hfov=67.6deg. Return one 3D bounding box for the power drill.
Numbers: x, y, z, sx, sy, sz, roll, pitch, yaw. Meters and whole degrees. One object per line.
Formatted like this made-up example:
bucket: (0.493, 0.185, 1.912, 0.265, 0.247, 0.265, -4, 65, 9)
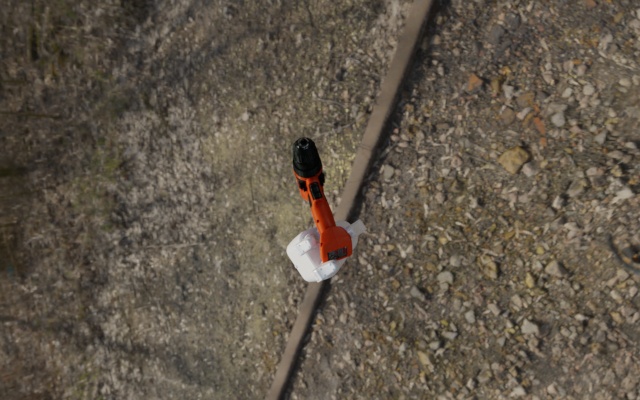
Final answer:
power drill: (0.000, 0.003, 0.828, 0.057, 0.187, 0.184, -17, -26, -2)
